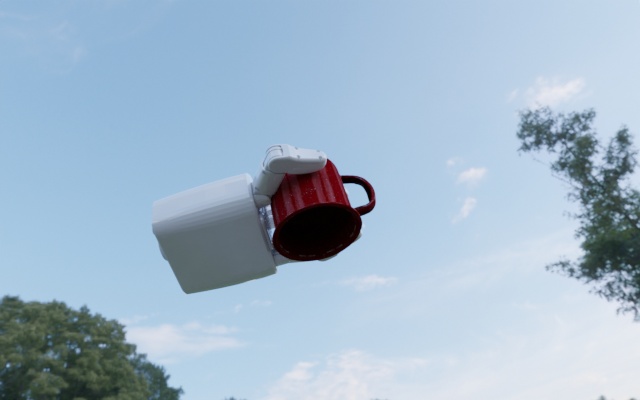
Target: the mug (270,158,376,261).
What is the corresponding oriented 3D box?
[{"bbox_3d":[0.001,0.001,0.507,0.117,0.081,0.093,-15,-40,-2],"label":"mug"}]
